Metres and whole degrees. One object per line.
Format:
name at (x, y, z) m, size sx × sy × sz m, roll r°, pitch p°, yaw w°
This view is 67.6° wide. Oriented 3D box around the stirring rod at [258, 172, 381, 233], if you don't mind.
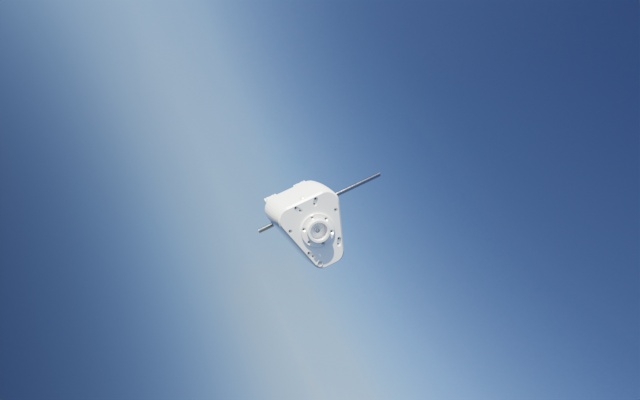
stirring rod at (0.000, 0.003, 0.846) m, size 0.239 × 0.011 × 0.011 m, roll -25°, pitch 5°, yaw -10°
